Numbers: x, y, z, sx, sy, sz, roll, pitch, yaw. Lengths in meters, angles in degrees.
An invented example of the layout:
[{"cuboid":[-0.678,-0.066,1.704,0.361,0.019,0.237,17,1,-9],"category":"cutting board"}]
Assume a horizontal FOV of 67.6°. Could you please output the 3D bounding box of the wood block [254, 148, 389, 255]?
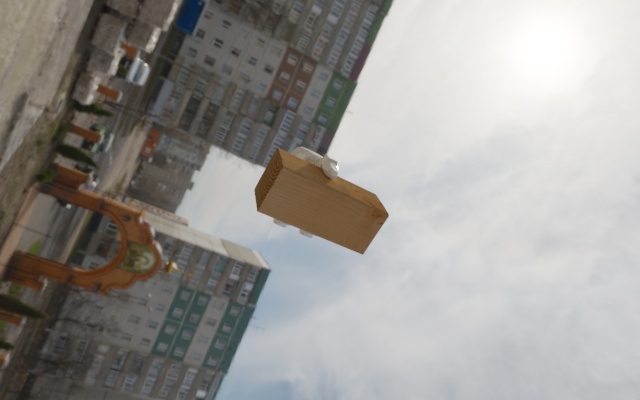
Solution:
[{"cuboid":[0.000,0.002,0.823,0.206,0.091,0.090,24,20,-21],"category":"wood block"}]
